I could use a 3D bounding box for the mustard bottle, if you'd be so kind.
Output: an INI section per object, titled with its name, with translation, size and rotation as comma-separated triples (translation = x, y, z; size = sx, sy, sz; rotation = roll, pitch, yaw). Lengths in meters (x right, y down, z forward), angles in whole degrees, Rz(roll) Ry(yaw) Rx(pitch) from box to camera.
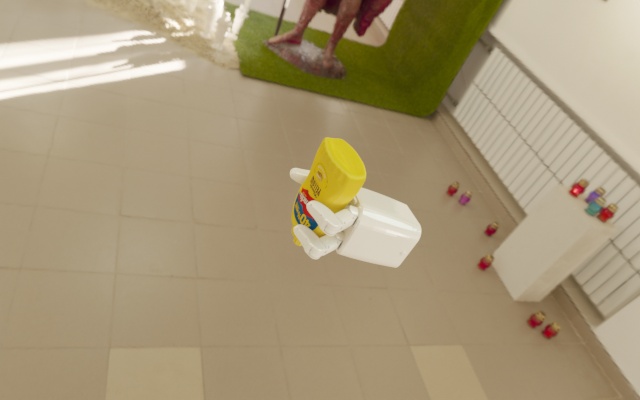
[mustard bottle]
translation = 0.000, 0.002, 0.748
size = 0.058, 0.192, 0.096
rotation = 0, 45, -33
